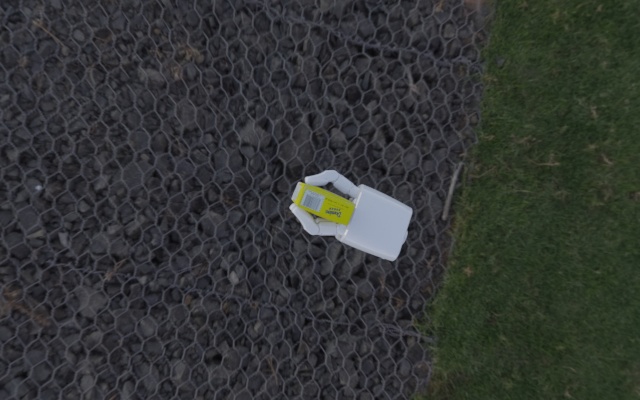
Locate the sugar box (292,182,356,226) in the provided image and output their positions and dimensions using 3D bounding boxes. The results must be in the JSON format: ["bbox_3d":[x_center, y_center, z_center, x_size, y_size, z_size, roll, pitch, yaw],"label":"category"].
[{"bbox_3d":[0.000,0.003,0.862,0.093,0.048,0.176,22,-2,-6],"label":"sugar box"}]
